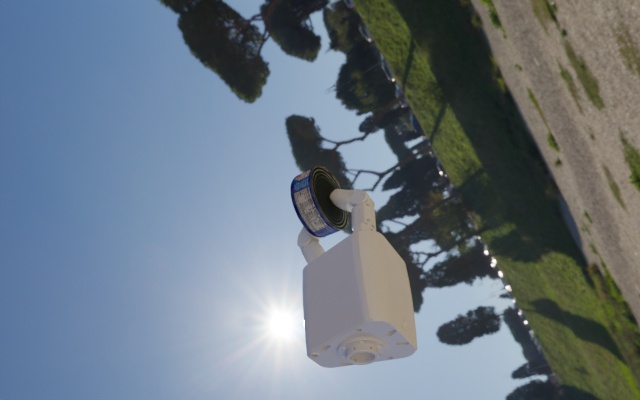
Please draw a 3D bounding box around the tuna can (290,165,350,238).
[{"bbox_3d":[0.000,0.002,0.591,0.034,0.086,0.086,-24,-10,25],"label":"tuna can"}]
